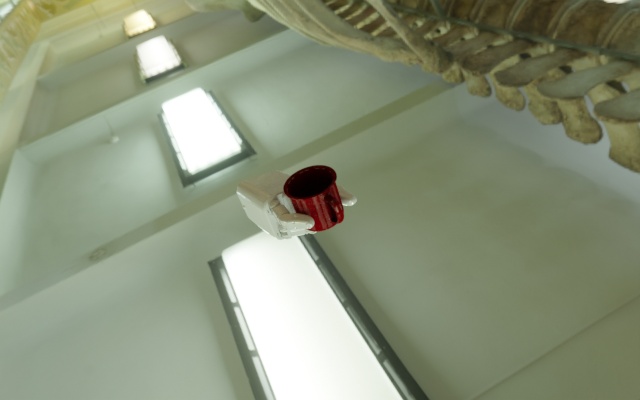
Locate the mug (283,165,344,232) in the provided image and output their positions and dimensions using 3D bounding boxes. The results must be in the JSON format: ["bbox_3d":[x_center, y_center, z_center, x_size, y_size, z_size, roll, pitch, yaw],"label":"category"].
[{"bbox_3d":[0.001,0.003,0.810,0.093,0.082,0.117,-37,40,-23],"label":"mug"}]
